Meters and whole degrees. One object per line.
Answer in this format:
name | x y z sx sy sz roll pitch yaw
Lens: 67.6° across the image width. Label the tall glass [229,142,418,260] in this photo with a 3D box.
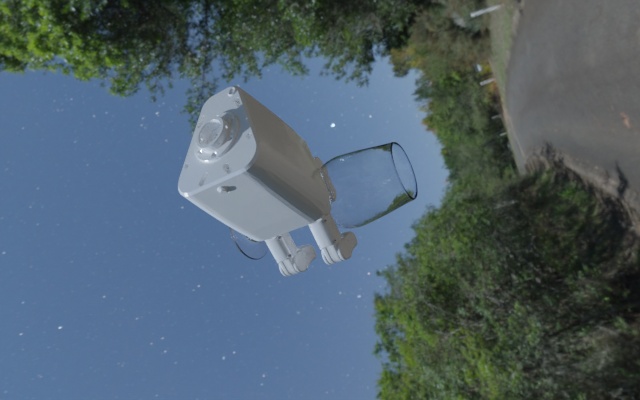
tall glass | 0.000 0.002 0.518 0.201 0.079 0.079 -21 -9 25
